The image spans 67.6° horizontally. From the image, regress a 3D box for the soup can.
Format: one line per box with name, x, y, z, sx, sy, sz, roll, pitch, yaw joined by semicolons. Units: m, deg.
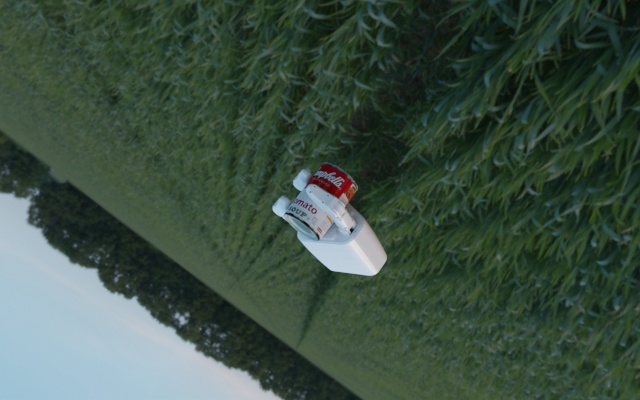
soup can;0.000;0.002;0.724;0.068;0.102;0.068;34;-16;11
